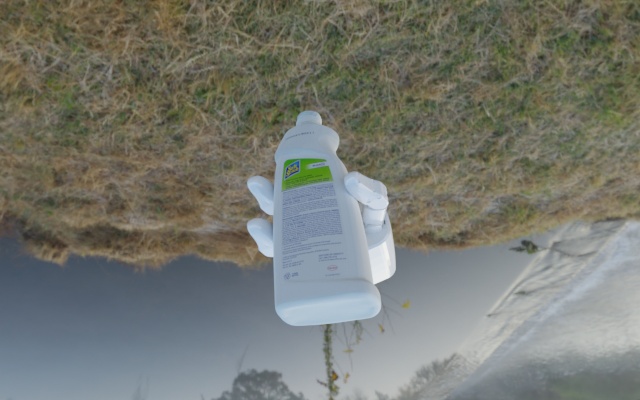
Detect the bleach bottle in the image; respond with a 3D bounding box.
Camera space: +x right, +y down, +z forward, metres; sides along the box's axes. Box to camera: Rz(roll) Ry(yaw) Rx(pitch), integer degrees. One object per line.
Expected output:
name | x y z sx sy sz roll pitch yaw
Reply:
bleach bottle | 0.000 0.002 0.516 0.102 0.250 0.068 -9 -34 8
